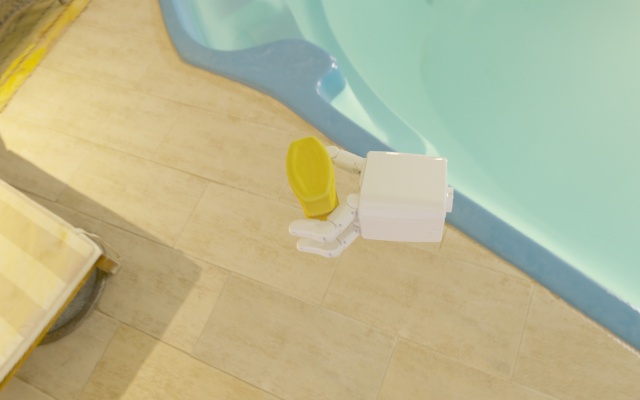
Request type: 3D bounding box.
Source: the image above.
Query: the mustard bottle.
[{"bbox_3d":[0.000,0.002,0.660,0.058,0.096,0.192,-16,-29,1],"label":"mustard bottle"}]
